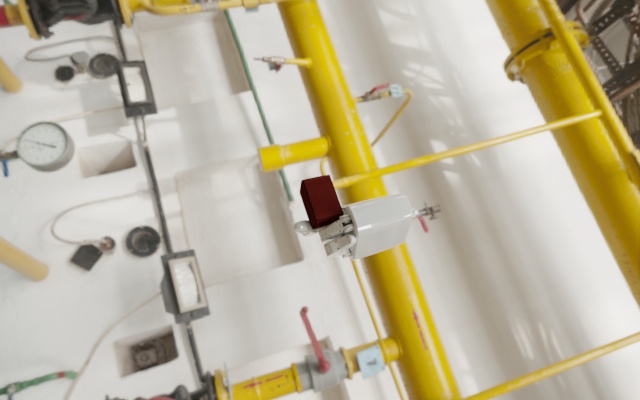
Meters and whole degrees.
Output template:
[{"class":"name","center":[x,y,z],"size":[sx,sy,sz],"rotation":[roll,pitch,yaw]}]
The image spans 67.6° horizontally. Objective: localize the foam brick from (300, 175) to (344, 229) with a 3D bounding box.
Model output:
[{"class":"foam brick","center":[0.000,0.002,0.830],"size":[0.051,0.078,0.053],"rotation":[-15,-18,-12]}]
